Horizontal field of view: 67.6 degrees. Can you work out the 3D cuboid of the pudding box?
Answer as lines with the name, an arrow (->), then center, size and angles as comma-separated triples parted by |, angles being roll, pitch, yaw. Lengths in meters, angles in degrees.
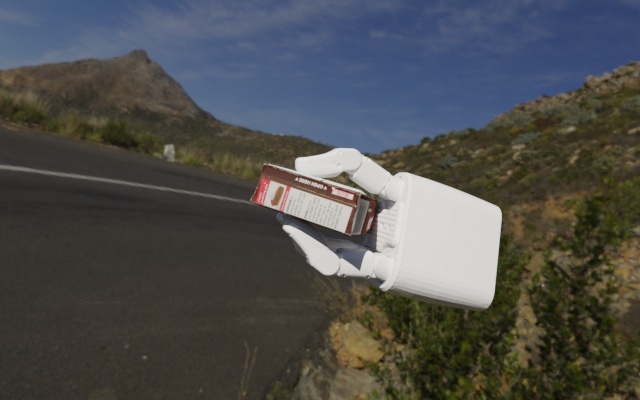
pudding box -> 0.000, 0.001, 0.435 | 0.090, 0.039, 0.113 | 17, -1, 14
